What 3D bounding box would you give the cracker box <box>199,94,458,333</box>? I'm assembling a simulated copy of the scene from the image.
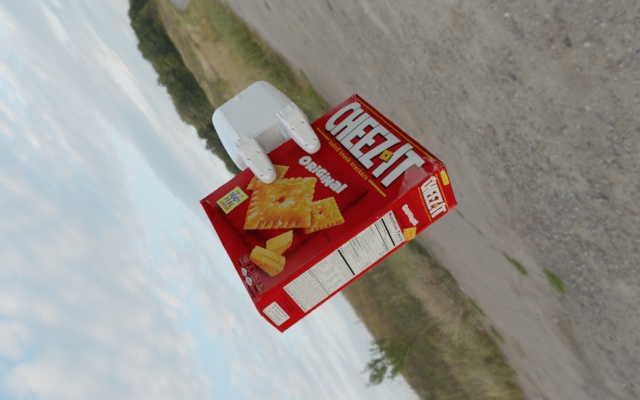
[{"bbox_3d":[0.000,0.002,0.490,0.213,0.072,0.164,-36,46,-3],"label":"cracker box"}]
